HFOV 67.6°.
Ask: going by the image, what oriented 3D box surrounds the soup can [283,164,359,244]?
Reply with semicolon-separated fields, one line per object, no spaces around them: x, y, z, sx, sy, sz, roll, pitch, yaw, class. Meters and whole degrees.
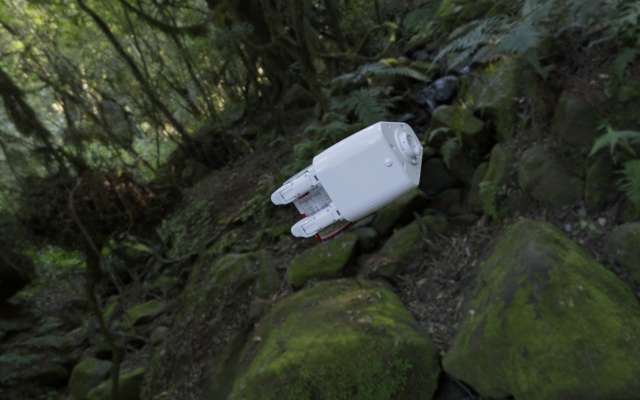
0.000;0.002;0.690;0.068;0.102;0.068;-32;7;5;soup can
